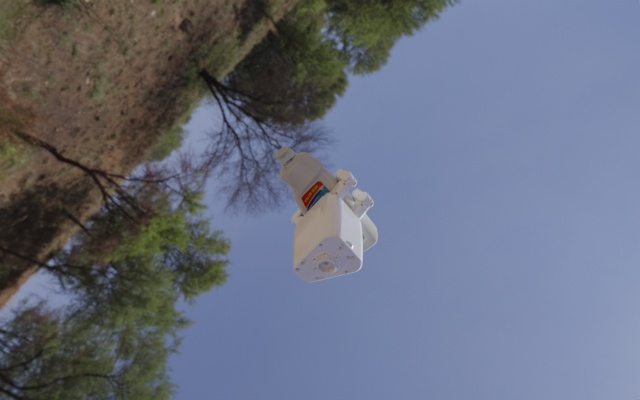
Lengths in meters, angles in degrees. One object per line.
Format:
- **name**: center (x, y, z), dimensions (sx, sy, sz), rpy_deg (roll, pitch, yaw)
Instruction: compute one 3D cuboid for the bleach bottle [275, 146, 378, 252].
- **bleach bottle**: center (0.000, 0.003, 0.876), dimensions (0.102, 0.251, 0.068), rpy_deg (-30, 30, 21)
